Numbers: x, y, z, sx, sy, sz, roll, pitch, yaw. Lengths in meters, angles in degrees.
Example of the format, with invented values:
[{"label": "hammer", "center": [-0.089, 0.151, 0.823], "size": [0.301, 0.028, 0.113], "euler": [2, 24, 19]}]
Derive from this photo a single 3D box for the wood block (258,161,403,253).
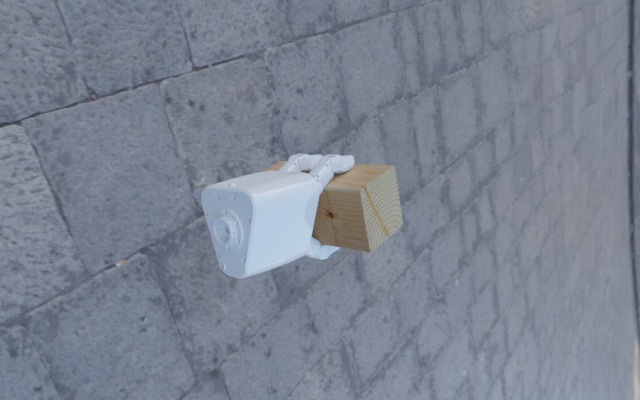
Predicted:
[{"label": "wood block", "center": [0.000, 0.003, 0.678], "size": [0.206, 0.091, 0.090], "euler": [6, 28, 38]}]
